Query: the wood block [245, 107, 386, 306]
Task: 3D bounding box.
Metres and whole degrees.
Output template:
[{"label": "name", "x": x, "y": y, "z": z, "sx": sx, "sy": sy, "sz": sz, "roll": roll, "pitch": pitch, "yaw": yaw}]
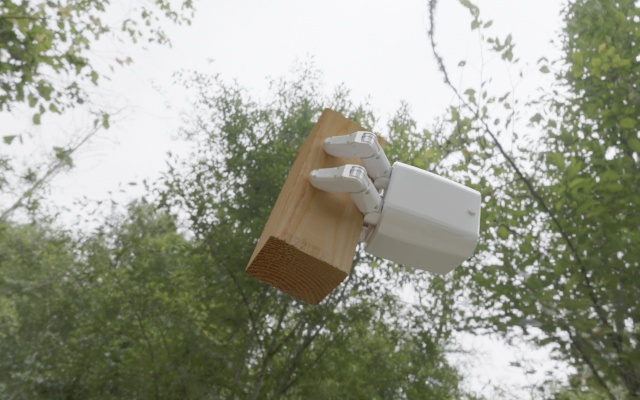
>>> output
[{"label": "wood block", "x": 0.000, "y": 0.002, "z": 0.557, "sx": 0.090, "sy": 0.206, "sz": 0.091, "roll": 27, "pitch": -41, "yaw": -8}]
